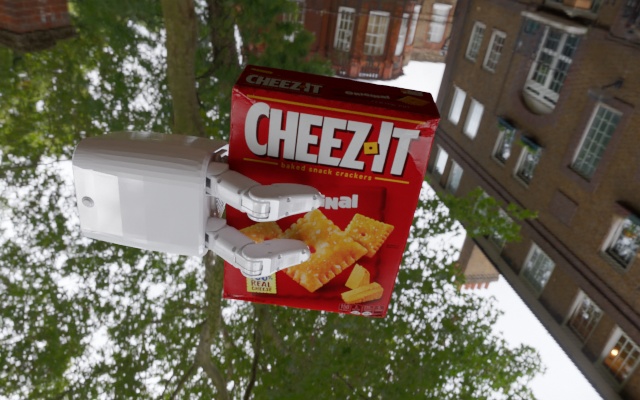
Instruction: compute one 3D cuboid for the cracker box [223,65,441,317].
[{"bbox_3d":[0.000,0.001,0.435,0.164,0.214,0.072,8,30,-2],"label":"cracker box"}]
